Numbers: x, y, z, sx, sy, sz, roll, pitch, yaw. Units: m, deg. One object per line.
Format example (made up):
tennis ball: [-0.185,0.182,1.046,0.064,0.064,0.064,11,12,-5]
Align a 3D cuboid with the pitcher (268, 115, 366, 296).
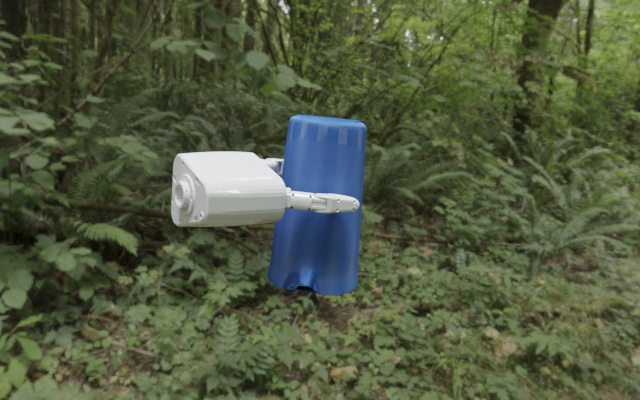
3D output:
pitcher: [0.000,0.002,0.694,0.145,0.243,0.149,-2,14,-37]
